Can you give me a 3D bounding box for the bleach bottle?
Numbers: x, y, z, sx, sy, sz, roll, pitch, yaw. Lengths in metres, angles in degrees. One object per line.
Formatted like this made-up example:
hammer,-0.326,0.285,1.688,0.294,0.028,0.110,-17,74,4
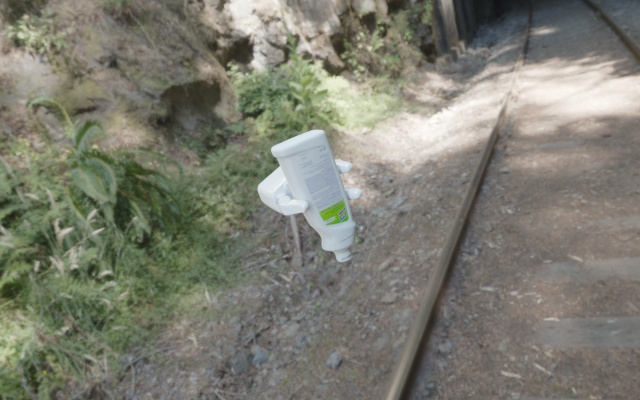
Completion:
bleach bottle,0.000,0.003,0.885,0.102,0.251,0.068,-25,19,-18
